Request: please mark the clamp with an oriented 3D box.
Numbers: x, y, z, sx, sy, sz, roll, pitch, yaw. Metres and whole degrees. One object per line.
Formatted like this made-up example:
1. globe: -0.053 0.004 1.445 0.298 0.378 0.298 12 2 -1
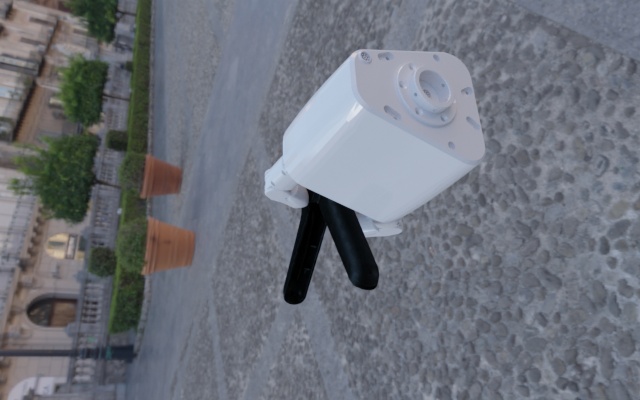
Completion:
1. clamp: -0.001 0.001 0.475 0.036 0.210 0.165 9 -26 -25
